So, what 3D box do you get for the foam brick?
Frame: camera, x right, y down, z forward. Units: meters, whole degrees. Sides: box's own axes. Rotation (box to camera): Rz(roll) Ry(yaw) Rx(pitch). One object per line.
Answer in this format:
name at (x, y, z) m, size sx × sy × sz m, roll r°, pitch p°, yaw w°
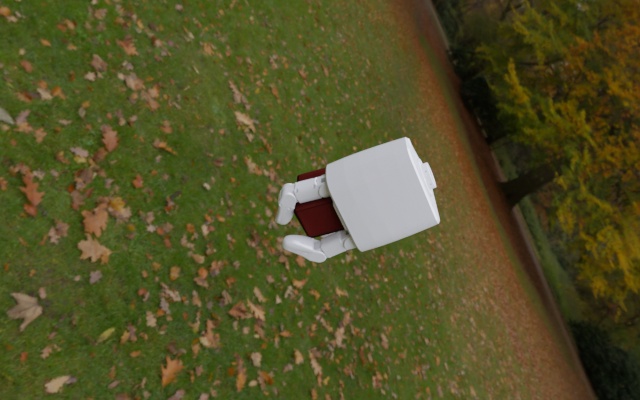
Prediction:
foam brick at (0.000, 0.002, 0.630) m, size 0.051 × 0.053 × 0.078 m, roll -16°, pitch 39°, yaw 15°
